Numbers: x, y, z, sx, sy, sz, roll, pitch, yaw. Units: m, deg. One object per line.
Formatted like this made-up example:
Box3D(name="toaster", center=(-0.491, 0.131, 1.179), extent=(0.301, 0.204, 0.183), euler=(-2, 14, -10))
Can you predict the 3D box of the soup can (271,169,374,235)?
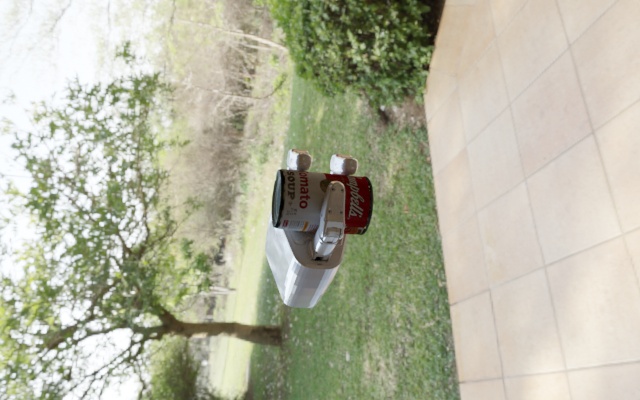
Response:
Box3D(name="soup can", center=(0.000, 0.002, 0.536), extent=(0.102, 0.068, 0.068), euler=(5, -1, -13))
